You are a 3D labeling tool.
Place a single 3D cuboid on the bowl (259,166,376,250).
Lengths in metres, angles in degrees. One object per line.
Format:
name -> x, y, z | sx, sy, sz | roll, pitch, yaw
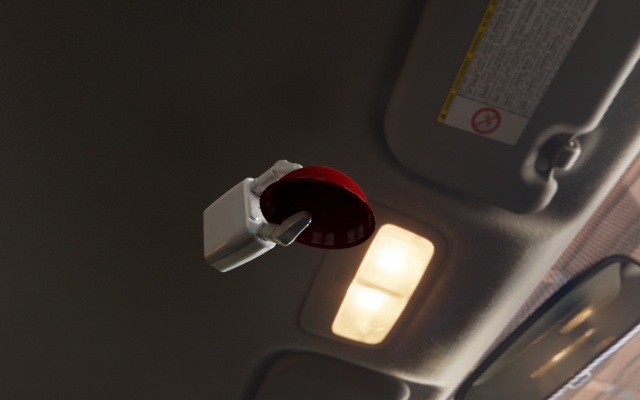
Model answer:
bowl -> 0.001, 0.002, 0.661 | 0.162, 0.055, 0.162 | 10, -36, 7
